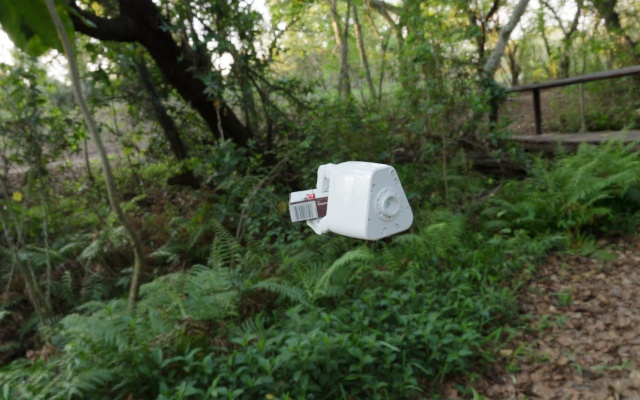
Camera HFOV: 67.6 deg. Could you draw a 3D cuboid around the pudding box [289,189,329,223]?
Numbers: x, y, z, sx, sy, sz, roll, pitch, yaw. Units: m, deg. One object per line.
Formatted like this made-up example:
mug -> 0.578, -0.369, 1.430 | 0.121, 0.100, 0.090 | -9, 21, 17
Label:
pudding box -> 0.000, 0.003, 0.863 | 0.113, 0.039, 0.090 | -8, 12, -1
